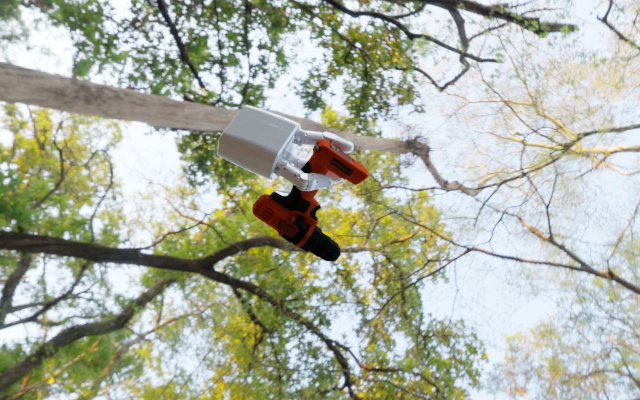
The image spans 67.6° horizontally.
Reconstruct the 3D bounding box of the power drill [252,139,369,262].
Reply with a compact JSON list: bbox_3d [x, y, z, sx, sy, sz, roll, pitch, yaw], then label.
[{"bbox_3d":[0.000,0.002,0.842,0.184,0.188,0.057,34,15,-15],"label":"power drill"}]
